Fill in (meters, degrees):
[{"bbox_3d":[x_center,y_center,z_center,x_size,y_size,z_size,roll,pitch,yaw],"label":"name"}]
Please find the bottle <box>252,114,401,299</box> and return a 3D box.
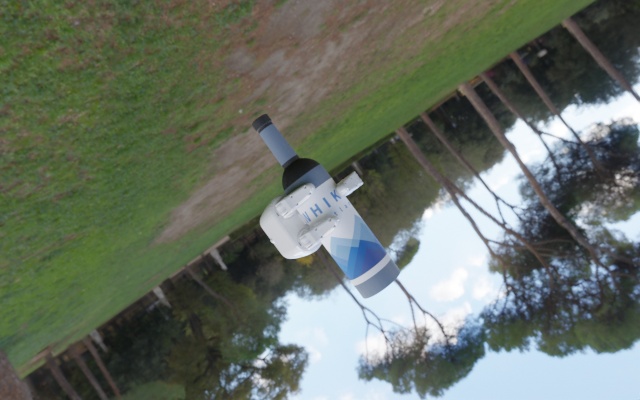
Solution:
[{"bbox_3d":[0.000,0.002,0.682,0.069,0.295,0.069,-37,0,0],"label":"bottle"}]
